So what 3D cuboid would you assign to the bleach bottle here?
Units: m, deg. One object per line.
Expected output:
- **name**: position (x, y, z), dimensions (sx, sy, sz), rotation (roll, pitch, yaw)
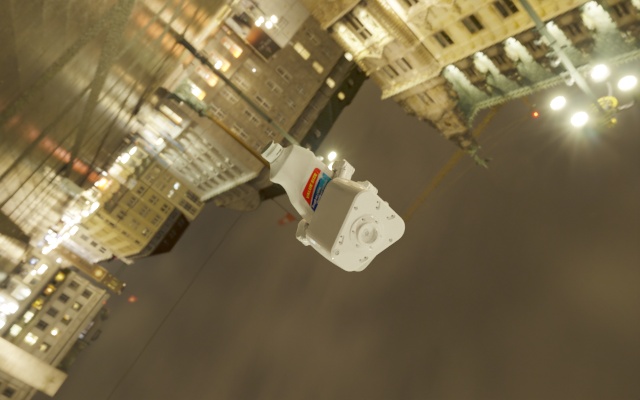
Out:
- **bleach bottle**: position (0.000, 0.002, 0.776), dimensions (0.251, 0.102, 0.068), rotation (41, -5, -21)
